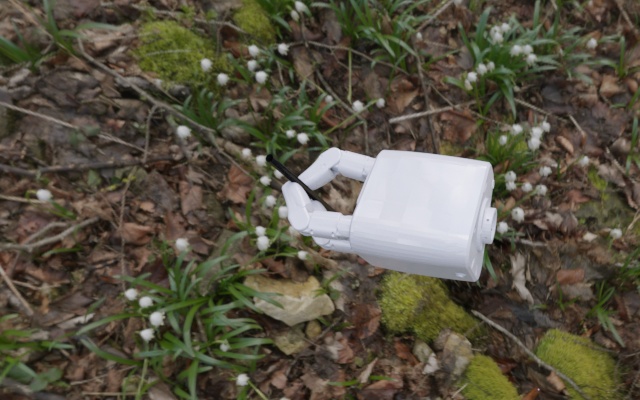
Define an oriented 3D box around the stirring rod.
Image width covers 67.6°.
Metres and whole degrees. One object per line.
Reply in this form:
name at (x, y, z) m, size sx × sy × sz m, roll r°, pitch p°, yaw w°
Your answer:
stirring rod at (0.000, 0.002, 0.541) m, size 0.011 × 0.011 × 0.240 m, roll 0°, pitch -20°, yaw 25°
